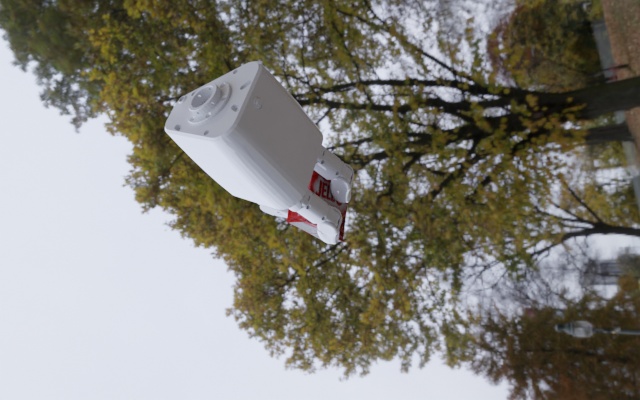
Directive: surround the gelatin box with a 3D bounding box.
[{"bbox_3d":[0.000,0.002,0.553,0.030,0.073,0.089,-2,-20,31],"label":"gelatin box"}]
